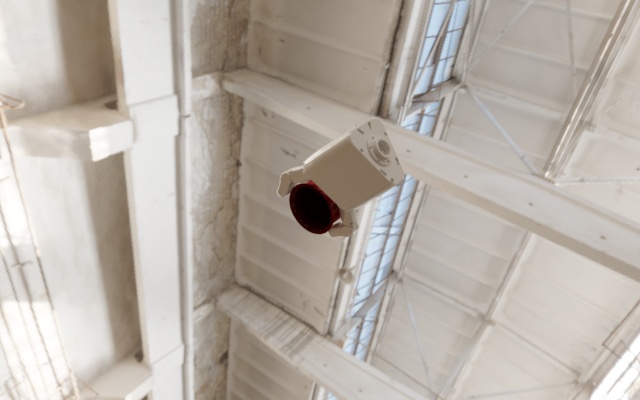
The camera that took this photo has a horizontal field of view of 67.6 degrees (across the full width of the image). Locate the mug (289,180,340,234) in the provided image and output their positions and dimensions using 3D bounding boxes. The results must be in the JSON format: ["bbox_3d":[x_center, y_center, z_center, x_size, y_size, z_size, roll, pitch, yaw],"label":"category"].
[{"bbox_3d":[-0.001,0.003,0.825,0.117,0.093,0.081,-28,4,46],"label":"mug"}]
